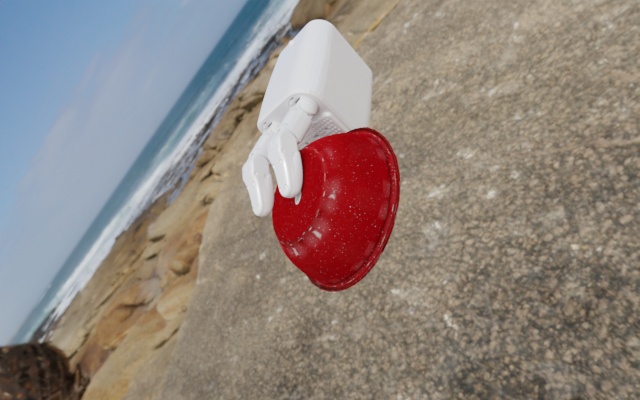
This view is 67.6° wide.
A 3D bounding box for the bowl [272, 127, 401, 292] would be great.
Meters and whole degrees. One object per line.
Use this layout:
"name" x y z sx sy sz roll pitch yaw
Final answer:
"bowl" 0.000 0.002 0.447 0.055 0.162 0.162 15 -8 -31
